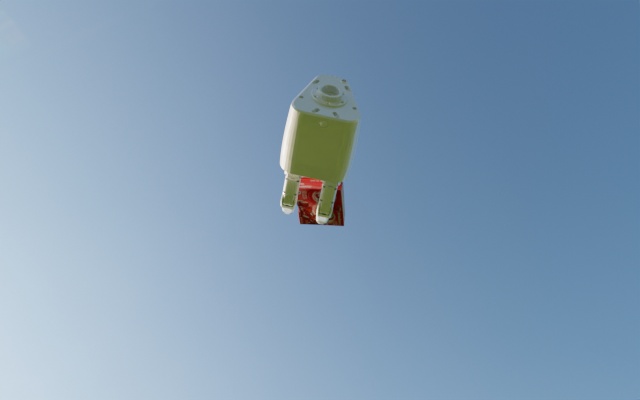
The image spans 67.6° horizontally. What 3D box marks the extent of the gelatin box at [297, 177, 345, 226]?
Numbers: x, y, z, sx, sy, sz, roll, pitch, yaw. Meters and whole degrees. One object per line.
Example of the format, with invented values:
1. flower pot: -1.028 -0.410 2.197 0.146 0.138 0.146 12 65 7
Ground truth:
1. gelatin box: 0.000 0.002 0.750 0.073 0.030 0.089 2 -41 8
